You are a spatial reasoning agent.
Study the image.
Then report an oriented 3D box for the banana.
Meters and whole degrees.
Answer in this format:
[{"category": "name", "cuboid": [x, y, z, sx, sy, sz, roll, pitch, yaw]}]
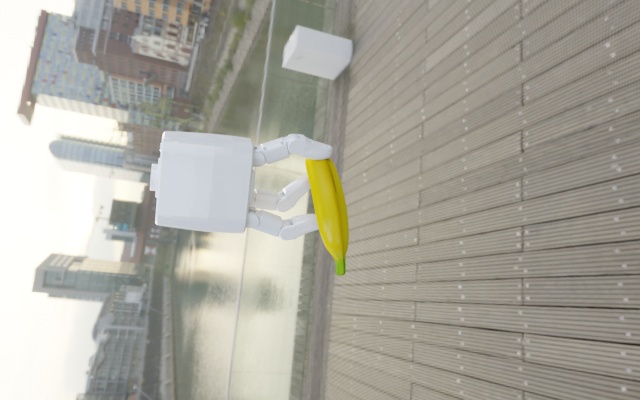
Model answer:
[{"category": "banana", "cuboid": [0.004, -0.007, 0.598, 0.037, 0.197, 0.070, 1, -39, -15]}]
